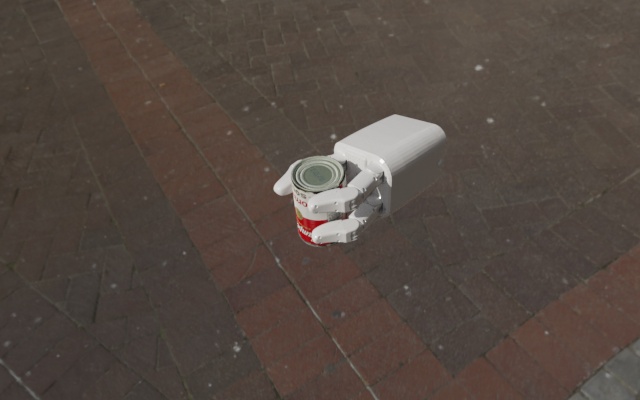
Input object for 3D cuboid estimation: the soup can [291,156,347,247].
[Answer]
[{"bbox_3d":[0.000,0.002,0.611,0.068,0.068,0.102,0,-44,5],"label":"soup can"}]
